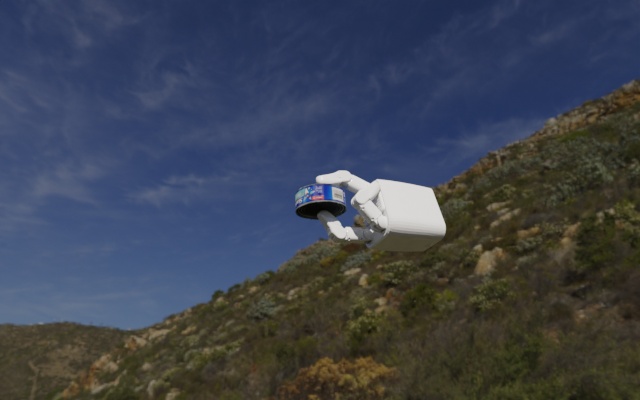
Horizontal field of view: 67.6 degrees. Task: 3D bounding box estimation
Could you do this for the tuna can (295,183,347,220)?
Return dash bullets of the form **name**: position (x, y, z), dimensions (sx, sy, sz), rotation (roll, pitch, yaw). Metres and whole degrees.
- **tuna can**: position (0.000, 0.002, 0.800), dimensions (0.086, 0.033, 0.086), rotation (-3, -21, -1)
